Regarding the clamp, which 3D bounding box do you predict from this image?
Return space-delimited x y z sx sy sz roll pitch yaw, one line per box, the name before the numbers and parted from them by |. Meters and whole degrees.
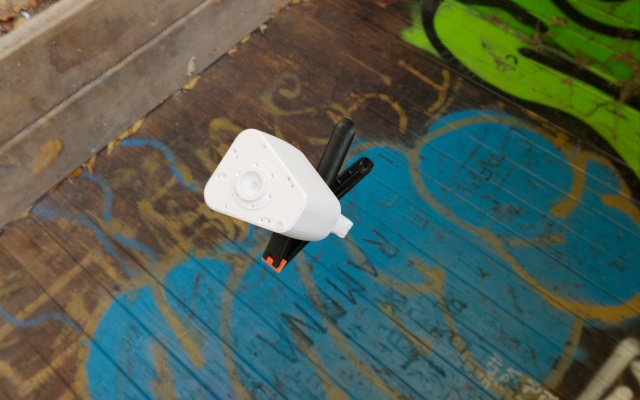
clamp | 0.000 0.003 0.633 0.036 0.210 0.164 36 5 20
